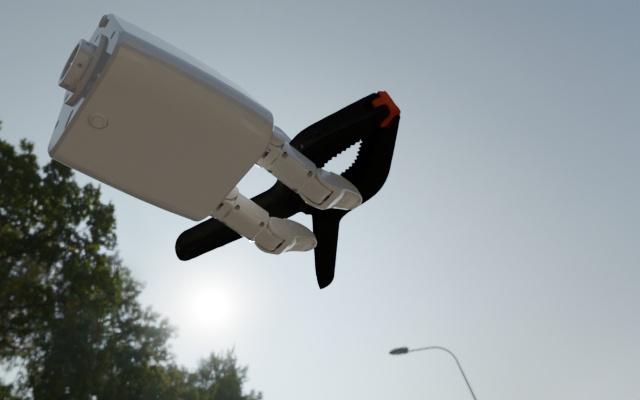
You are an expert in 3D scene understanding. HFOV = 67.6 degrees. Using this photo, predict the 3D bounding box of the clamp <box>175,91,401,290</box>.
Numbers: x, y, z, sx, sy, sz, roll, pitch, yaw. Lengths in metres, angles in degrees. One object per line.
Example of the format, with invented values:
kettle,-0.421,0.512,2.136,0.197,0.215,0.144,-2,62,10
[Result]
clamp,0.000,0.000,0.409,0.164,0.036,0.210,26,-61,-39
